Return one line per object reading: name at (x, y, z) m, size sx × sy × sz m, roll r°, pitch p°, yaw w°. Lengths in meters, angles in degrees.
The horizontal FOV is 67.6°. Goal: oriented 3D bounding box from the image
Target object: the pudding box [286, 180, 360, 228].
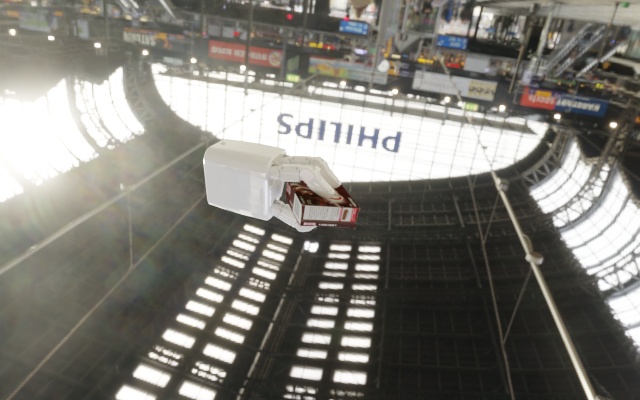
pudding box at (0.000, 0.003, 0.737) m, size 0.090 × 0.039 × 0.113 m, roll 2°, pitch 24°, yaw -16°
